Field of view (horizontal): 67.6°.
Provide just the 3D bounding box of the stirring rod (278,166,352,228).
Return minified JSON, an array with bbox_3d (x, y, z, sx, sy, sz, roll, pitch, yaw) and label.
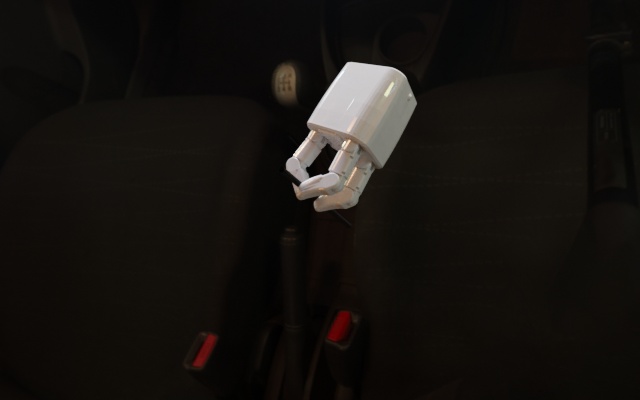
[{"bbox_3d":[0.000,0.002,0.667,0.011,0.011,0.240,0,-19,24],"label":"stirring rod"}]
